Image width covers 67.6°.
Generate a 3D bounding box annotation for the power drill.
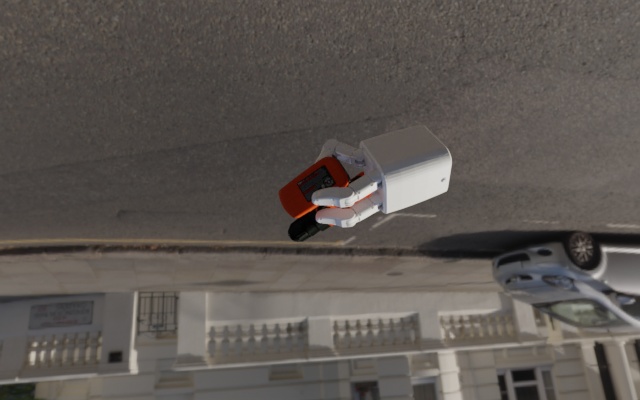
[{"bbox_3d":[0.000,0.002,0.781,0.184,0.057,0.188,-37,-16,8],"label":"power drill"}]
